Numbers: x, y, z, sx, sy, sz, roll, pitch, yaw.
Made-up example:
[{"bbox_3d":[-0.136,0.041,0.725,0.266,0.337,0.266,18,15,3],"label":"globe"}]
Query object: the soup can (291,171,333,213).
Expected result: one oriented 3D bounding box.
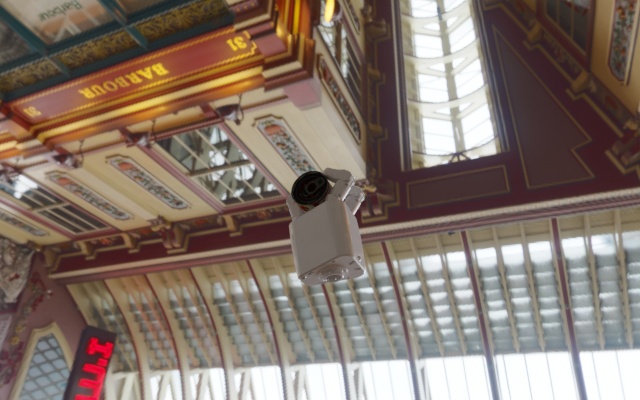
[{"bbox_3d":[0.000,0.003,0.846,0.068,0.068,0.102,0,-29,26],"label":"soup can"}]
